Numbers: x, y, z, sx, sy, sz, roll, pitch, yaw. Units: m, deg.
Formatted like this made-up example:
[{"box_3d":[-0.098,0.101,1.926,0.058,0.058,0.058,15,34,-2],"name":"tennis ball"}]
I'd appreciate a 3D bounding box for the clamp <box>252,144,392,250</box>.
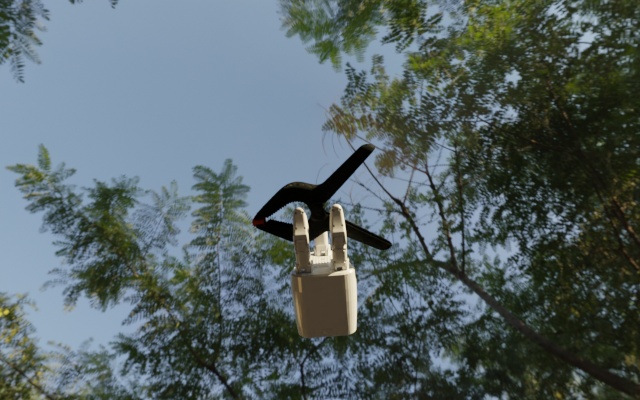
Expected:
[{"box_3d":[0.000,0.002,0.724,0.210,0.164,0.036,-4,10,1],"name":"clamp"}]
